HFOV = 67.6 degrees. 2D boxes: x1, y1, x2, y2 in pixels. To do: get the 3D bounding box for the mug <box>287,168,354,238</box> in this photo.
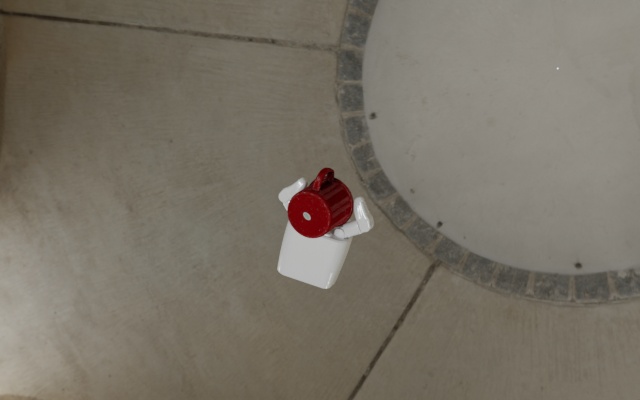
[{"bbox_3d":[0.000,0.001,0.790,0.093,0.117,0.081,21,25,20],"label":"mug"}]
